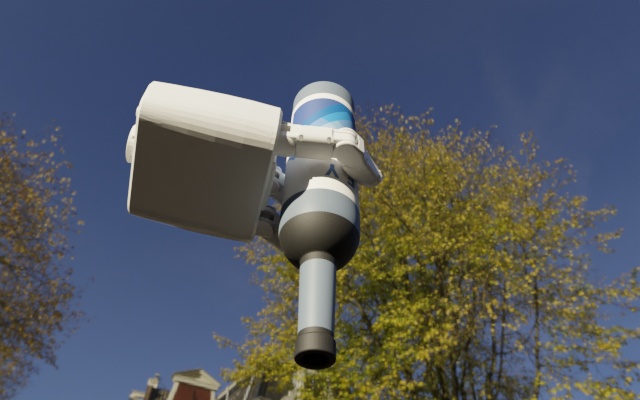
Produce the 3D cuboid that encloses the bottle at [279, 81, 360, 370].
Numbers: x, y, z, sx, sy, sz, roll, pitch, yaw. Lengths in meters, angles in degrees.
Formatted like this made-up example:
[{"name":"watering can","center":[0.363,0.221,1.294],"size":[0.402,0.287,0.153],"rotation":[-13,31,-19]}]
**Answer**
[{"name":"bottle","center":[0.000,0.001,0.413],"size":[0.069,0.069,0.295],"rotation":[0,44,2]}]
